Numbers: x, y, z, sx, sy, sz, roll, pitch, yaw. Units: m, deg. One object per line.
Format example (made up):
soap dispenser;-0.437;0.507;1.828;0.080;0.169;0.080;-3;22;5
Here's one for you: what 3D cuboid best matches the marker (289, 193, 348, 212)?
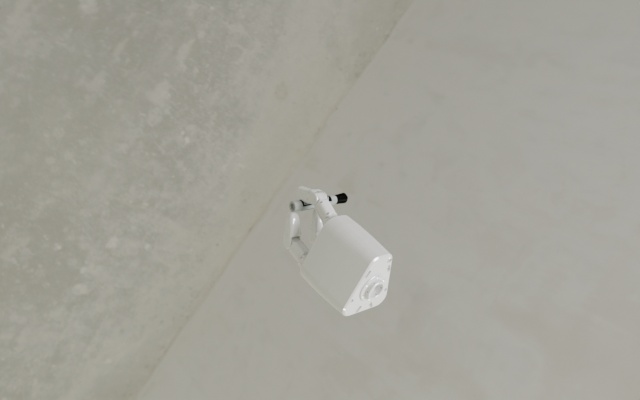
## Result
marker;0.000;0.003;0.813;0.121;0.020;0.020;-9;6;-40
